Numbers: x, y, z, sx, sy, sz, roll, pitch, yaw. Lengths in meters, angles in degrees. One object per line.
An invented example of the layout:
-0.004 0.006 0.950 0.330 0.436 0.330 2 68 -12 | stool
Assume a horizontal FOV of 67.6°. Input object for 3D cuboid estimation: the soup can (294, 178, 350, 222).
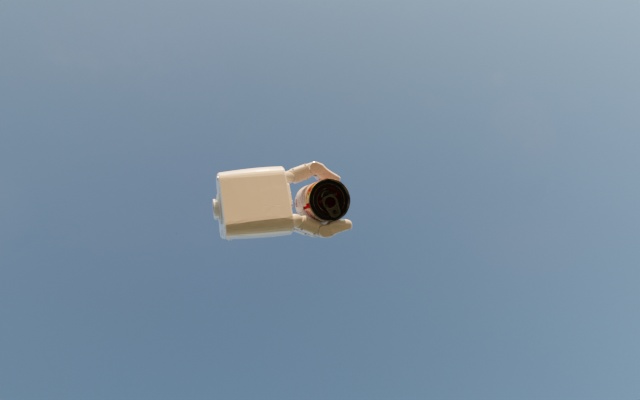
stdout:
0.000 0.002 0.791 0.068 0.068 0.102 0 -4 -17 | soup can
